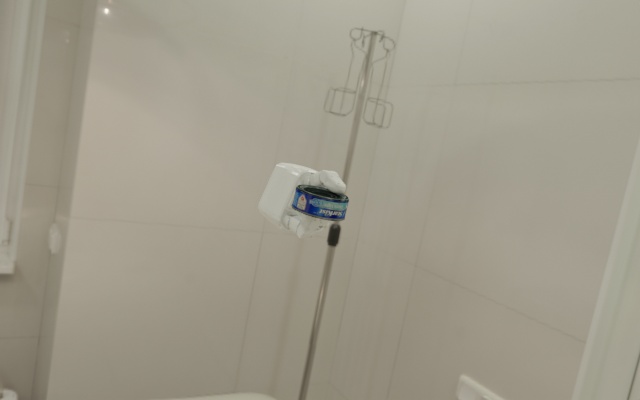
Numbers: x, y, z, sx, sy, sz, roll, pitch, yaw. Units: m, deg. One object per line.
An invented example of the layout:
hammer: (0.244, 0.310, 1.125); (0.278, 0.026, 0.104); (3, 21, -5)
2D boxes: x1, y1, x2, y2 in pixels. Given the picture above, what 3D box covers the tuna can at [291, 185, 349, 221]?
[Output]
tuna can: (0.000, 0.002, 0.736); (0.086, 0.034, 0.086); (13, 11, -3)
